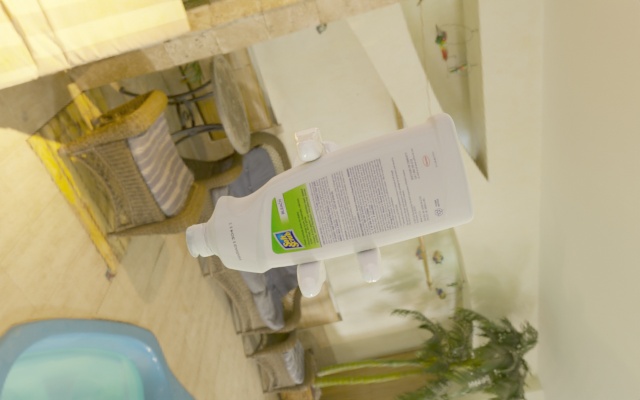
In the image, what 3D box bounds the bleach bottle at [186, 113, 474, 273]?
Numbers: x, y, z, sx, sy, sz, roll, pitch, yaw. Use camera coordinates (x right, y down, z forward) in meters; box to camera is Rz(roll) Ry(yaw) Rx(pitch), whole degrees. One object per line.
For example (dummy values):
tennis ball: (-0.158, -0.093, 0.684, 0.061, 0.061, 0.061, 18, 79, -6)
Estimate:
bleach bottle: (0.000, 0.002, 0.431, 0.251, 0.102, 0.068, -13, 1, 6)
